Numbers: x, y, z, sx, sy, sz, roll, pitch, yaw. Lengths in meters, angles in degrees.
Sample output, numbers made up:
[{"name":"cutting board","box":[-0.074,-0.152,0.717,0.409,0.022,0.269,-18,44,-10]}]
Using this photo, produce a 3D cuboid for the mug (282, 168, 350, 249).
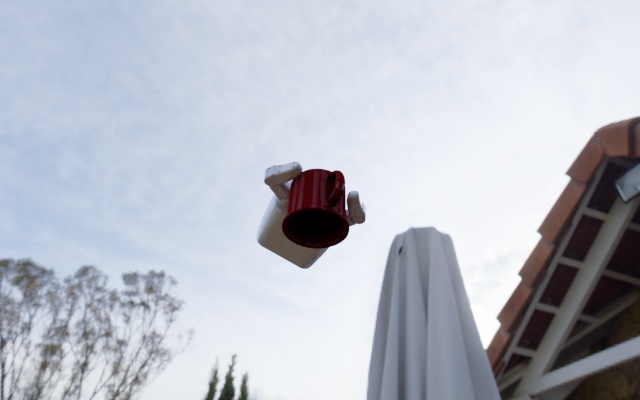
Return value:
[{"name":"mug","box":[0.001,0.001,0.668,0.093,0.081,0.117,19,-43,-17]}]
